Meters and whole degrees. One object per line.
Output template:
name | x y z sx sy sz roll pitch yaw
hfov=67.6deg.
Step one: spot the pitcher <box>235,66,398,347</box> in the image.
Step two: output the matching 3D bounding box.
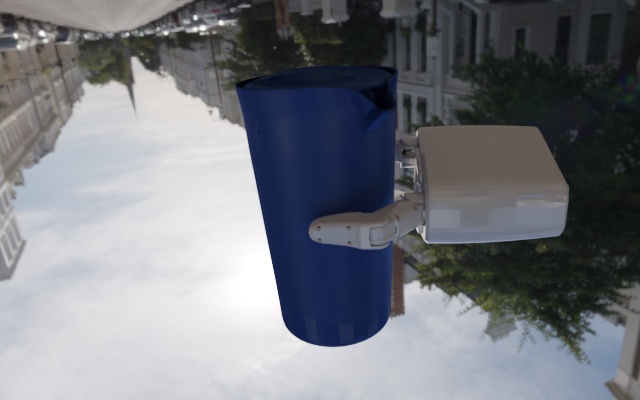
pitcher | 0.000 0.001 0.440 0.145 0.243 0.149 -2 21 7
